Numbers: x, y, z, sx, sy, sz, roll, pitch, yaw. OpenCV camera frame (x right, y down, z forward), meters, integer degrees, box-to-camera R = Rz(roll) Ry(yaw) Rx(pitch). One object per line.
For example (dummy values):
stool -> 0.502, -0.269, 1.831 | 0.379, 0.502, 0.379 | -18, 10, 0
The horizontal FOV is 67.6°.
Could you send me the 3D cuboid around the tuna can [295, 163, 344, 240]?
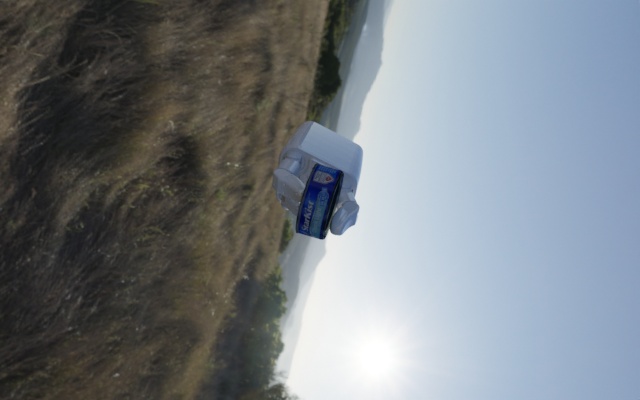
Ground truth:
tuna can -> 0.001, 0.002, 0.556 | 0.034, 0.086, 0.086 | 16, 2, 6
